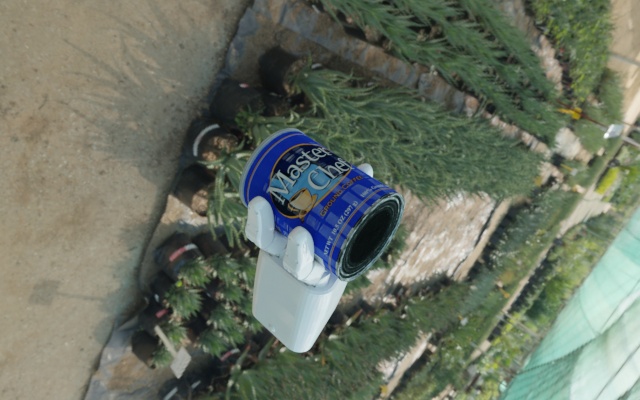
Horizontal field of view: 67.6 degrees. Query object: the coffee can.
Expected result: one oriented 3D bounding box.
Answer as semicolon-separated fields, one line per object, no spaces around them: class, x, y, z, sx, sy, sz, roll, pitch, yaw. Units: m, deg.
coffee can;0.000;0.001;0.495;0.140;0.103;0.103;35;18;27
